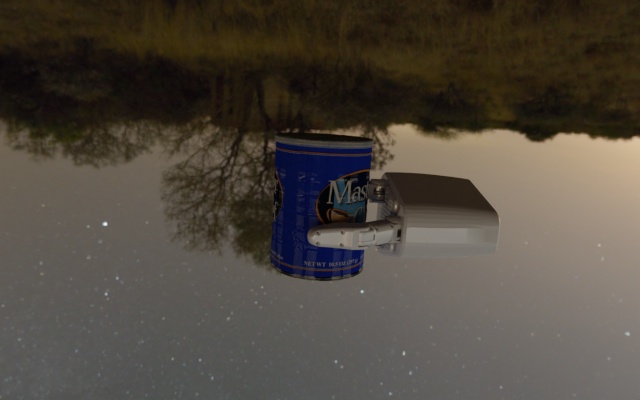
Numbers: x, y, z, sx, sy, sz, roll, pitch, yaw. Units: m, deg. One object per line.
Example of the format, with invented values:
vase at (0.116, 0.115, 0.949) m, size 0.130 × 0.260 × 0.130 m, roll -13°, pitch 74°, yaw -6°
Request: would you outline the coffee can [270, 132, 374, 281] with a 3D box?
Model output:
coffee can at (0.000, 0.002, 0.510) m, size 0.103 × 0.140 × 0.102 m, roll 3°, pitch 12°, yaw -1°
